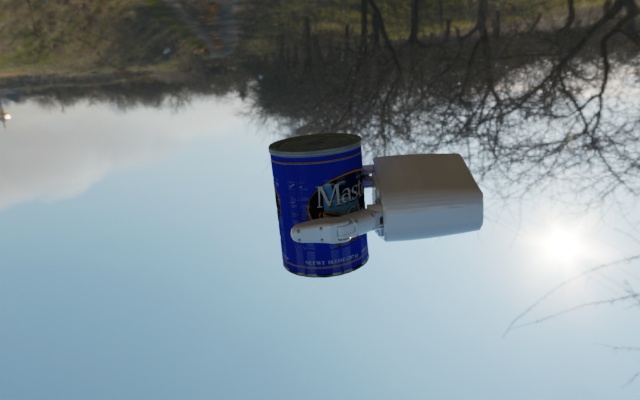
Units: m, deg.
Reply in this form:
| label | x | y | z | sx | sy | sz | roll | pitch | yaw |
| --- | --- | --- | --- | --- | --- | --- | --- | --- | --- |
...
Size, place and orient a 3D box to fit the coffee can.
| label | x | y | z | sx | sy | sz | roll | pitch | yaw |
| --- | --- | --- | --- | --- | --- | --- | --- | --- | --- |
| coffee can | 0.000 | 0.002 | 0.541 | 0.103 | 0.140 | 0.102 | -5 | 17 | 1 |
